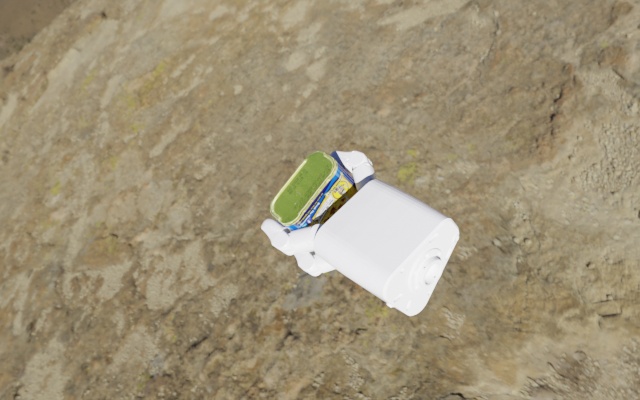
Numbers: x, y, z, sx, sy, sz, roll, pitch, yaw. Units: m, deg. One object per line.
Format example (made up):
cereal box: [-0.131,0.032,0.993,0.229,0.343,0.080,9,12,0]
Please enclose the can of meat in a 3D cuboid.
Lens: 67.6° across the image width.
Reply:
can of meat: [0.000,0.002,0.577,0.057,0.102,0.084,36,-3,43]
